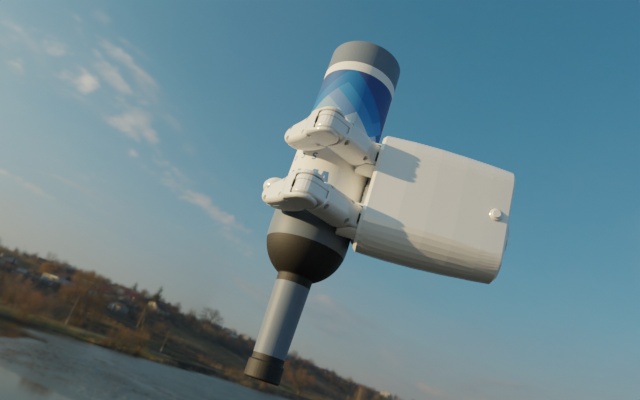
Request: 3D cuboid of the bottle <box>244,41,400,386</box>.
[{"bbox_3d":[0.000,0.001,0.401,0.069,0.295,0.069,16,-22,6],"label":"bottle"}]
